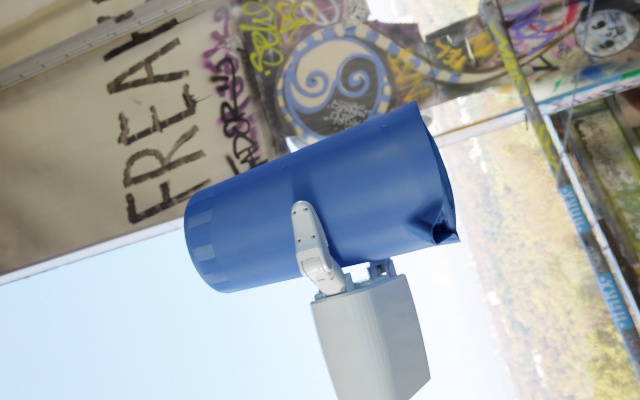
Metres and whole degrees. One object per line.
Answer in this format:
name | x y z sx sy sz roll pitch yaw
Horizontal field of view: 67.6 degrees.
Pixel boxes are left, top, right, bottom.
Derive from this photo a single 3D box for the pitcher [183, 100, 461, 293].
pitcher | 0.000 0.002 0.463 0.243 0.145 0.149 -17 -8 14
